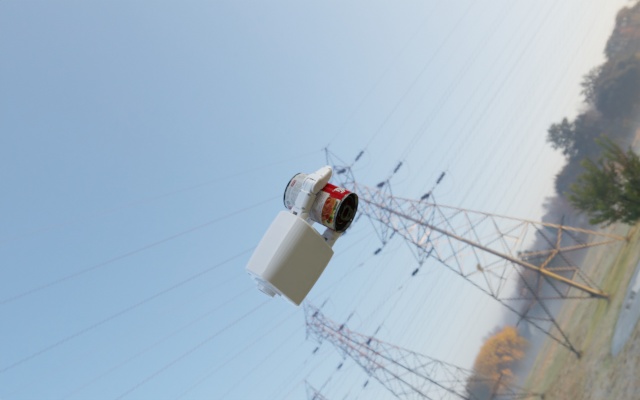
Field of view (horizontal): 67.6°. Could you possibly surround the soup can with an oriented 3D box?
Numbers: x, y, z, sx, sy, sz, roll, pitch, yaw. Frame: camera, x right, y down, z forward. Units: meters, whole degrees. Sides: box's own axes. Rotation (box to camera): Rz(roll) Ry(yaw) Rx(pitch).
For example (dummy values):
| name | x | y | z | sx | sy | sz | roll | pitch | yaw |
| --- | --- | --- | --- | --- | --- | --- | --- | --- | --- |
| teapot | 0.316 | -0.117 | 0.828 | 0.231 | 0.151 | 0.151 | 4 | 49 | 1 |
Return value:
| name | x | y | z | sx | sy | sz | roll | pitch | yaw |
| --- | --- | --- | --- | --- | --- | --- | --- | --- | --- |
| soup can | 0.000 | 0.002 | 0.761 | 0.102 | 0.068 | 0.068 | 23 | 11 | 28 |
